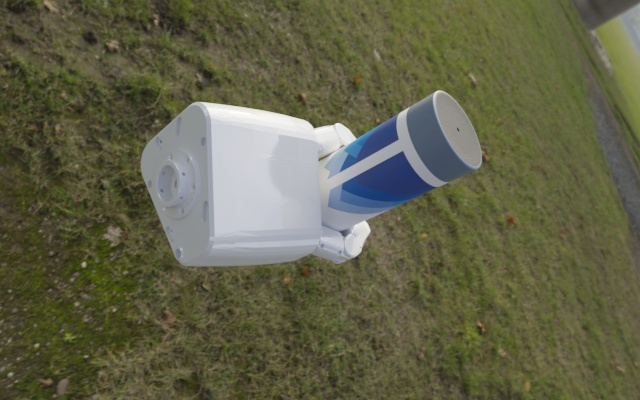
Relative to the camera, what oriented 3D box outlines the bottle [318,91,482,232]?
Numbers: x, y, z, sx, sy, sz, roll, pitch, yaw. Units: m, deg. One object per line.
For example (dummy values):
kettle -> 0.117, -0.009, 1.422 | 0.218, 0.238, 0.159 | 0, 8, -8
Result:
bottle -> 0.000, 0.001, 0.448 | 0.296, 0.069, 0.069 | -28, -18, 37
